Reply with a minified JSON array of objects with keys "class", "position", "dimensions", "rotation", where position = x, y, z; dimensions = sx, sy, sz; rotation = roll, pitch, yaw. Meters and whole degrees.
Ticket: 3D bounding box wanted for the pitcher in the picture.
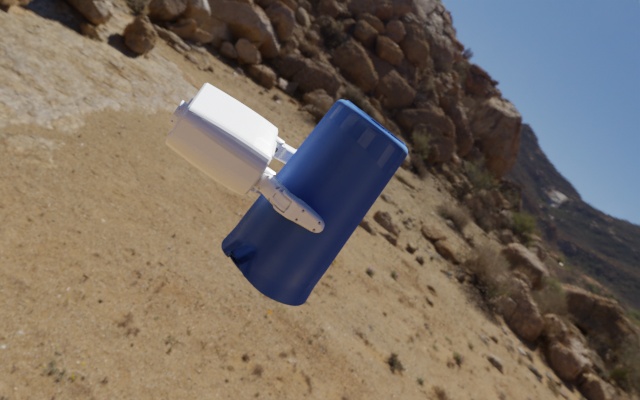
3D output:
[{"class":"pitcher","position":[0.000,0.002,0.606],"dimensions":[0.145,0.243,0.149],"rotation":[34,12,-17]}]
